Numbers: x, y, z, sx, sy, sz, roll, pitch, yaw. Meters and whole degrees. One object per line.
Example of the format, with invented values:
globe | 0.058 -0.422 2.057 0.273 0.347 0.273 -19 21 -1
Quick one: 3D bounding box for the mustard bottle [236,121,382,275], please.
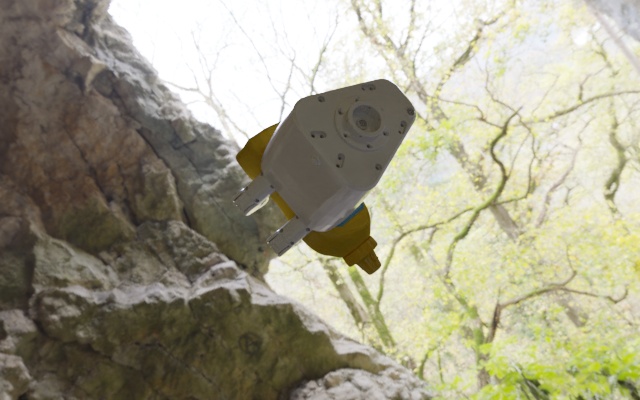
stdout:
mustard bottle | 0.000 0.002 0.523 0.058 0.191 0.096 -42 -4 38
